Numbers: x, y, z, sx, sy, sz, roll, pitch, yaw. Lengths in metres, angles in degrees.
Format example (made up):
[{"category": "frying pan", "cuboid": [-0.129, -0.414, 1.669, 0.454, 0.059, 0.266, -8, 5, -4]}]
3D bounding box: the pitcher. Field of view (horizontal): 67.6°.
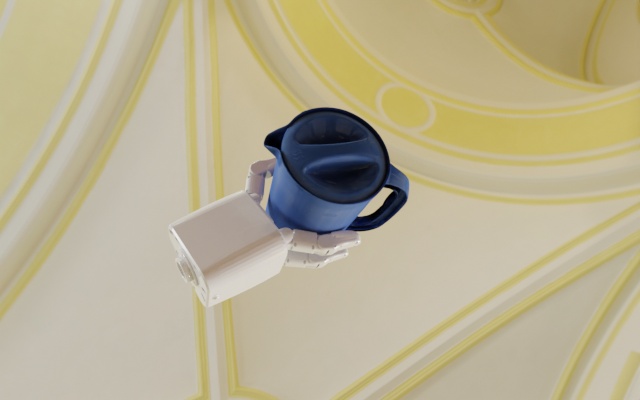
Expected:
[{"category": "pitcher", "cuboid": [0.000, 0.002, 0.647, 0.145, 0.149, 0.243, -27, -17, -27]}]
